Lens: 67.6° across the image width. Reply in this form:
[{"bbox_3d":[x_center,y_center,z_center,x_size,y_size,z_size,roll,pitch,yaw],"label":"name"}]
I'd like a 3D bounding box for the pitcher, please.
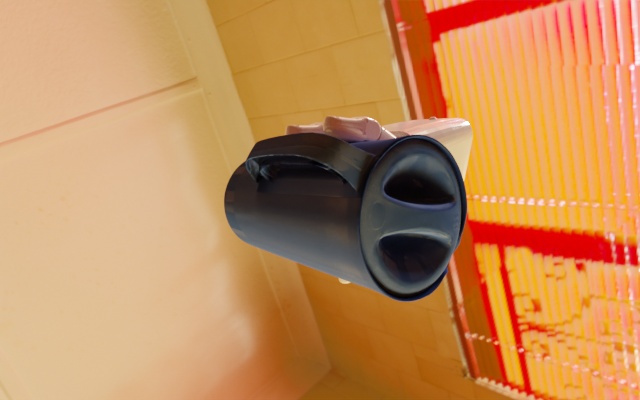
[{"bbox_3d":[0.000,0.002,0.462,0.145,0.149,0.243,-19,16,-37],"label":"pitcher"}]
